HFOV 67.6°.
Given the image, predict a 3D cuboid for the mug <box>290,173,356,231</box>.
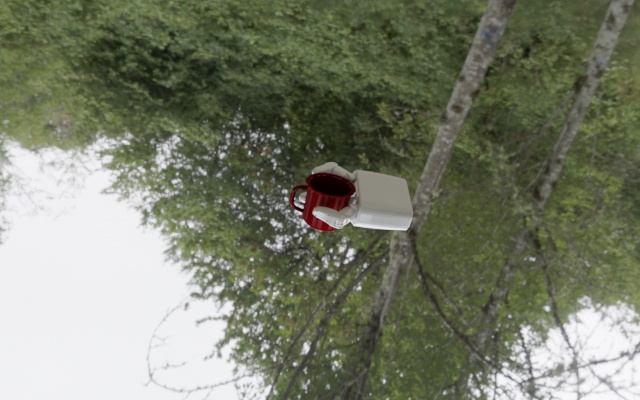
[{"bbox_3d":[-0.001,0.003,0.899,0.117,0.081,0.093,7,30,-10],"label":"mug"}]
